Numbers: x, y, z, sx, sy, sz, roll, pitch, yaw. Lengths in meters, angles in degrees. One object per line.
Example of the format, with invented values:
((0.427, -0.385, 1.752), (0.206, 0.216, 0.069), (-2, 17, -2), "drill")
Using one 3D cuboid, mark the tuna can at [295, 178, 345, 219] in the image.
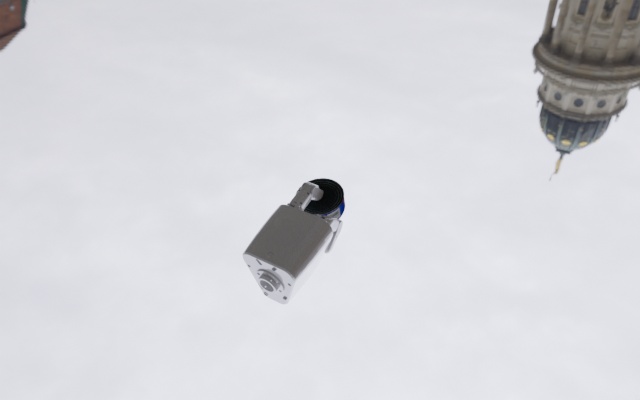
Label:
((0.000, 0.003, 0.830), (0.086, 0.086, 0.034), (0, -42, 10), "tuna can")
